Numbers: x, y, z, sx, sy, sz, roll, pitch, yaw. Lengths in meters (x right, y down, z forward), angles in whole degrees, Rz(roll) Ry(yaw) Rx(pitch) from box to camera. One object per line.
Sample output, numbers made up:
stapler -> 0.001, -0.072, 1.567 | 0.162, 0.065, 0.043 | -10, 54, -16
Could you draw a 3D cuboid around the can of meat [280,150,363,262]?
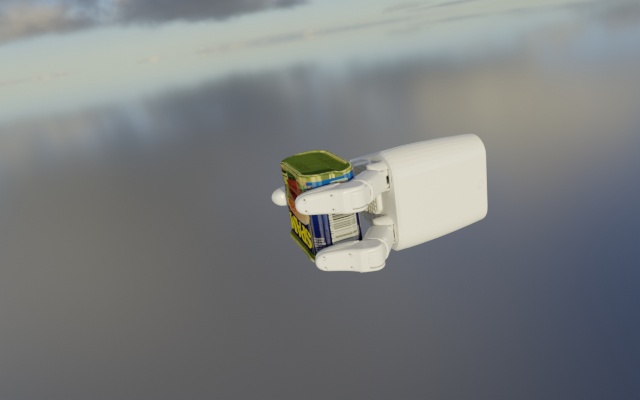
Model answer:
can of meat -> 0.000, 0.001, 0.468 | 0.057, 0.084, 0.102 | -14, 20, -16
